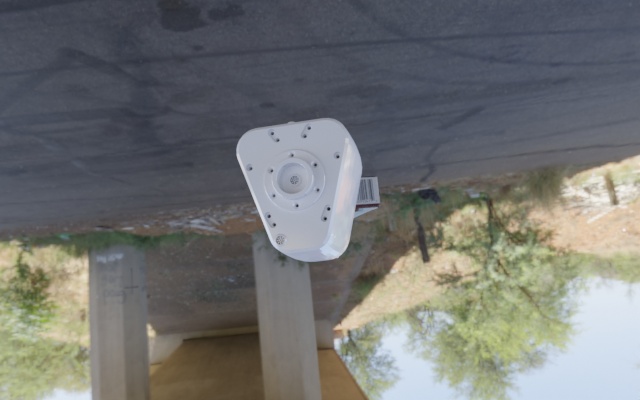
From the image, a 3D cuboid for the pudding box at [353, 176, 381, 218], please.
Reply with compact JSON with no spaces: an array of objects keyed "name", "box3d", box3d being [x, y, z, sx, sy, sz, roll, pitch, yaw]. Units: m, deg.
[{"name":"pudding box","box3d":[0.000,0.002,0.552,0.113,0.039,0.090,-2,-11,-20]}]
